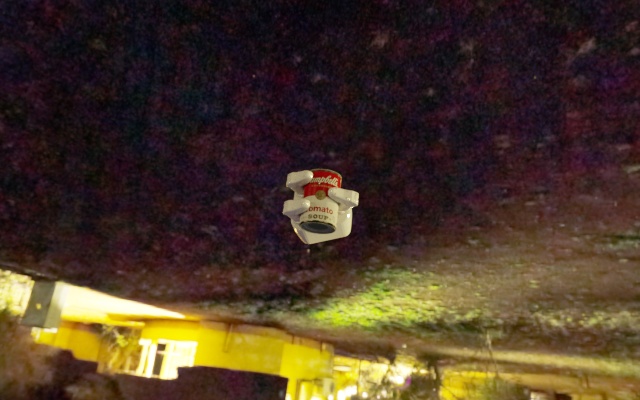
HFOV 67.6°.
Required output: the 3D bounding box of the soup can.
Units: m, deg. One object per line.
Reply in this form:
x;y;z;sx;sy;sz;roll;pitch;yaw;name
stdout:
0.000;0.003;0.865;0.068;0.102;0.068;6;-21;2;soup can
